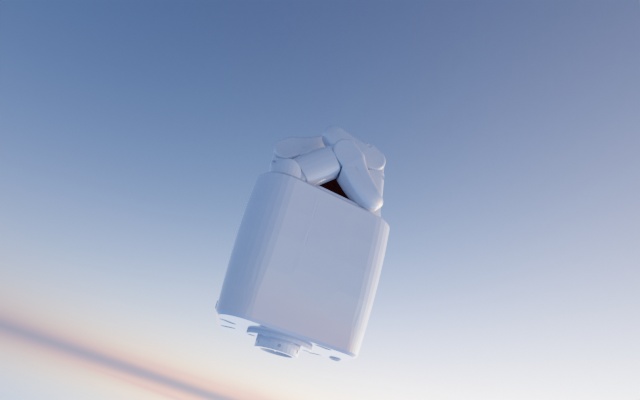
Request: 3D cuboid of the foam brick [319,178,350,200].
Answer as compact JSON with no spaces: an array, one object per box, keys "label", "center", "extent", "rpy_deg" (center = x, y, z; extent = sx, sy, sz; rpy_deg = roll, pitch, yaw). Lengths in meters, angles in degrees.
[{"label":"foam brick","center":[0.000,0.001,0.440],"extent":[0.053,0.051,0.078],"rpy_deg":[15,-24,-4]}]
